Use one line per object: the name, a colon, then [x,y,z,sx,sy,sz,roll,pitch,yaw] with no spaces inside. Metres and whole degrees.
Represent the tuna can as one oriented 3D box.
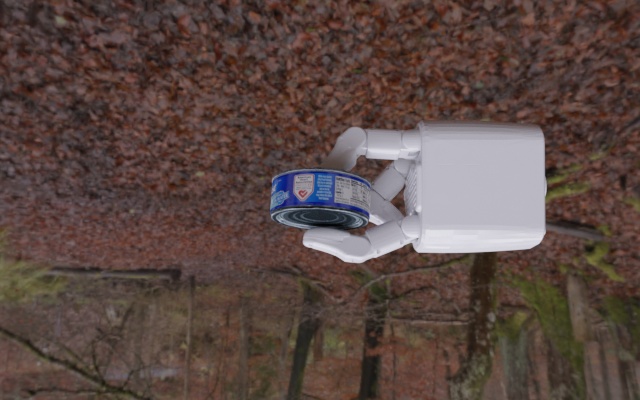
tuna can: [0.000,0.002,0.407,0.086,0.033,0.086,3,-15,1]
